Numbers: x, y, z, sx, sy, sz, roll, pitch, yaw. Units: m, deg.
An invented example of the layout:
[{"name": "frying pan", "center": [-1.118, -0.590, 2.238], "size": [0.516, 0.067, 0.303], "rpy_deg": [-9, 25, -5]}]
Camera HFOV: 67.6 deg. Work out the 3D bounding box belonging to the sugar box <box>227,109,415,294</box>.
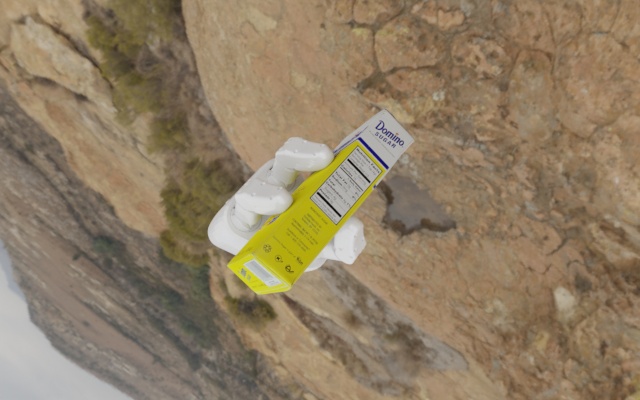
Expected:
[{"name": "sugar box", "center": [0.000, 0.001, 0.419], "size": [0.048, 0.176, 0.093], "rpy_deg": [43, -25, -9]}]
